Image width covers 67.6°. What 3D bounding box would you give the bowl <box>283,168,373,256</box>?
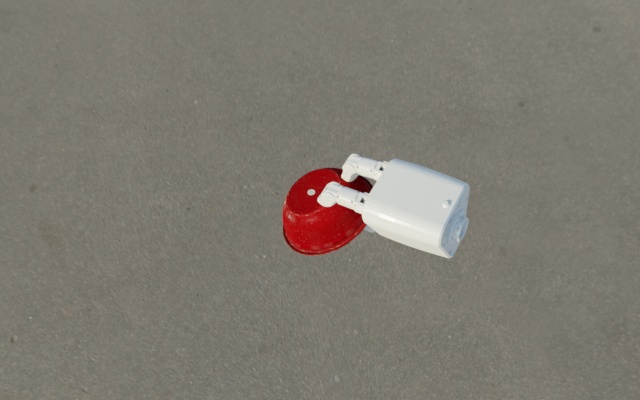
[{"bbox_3d":[-0.001,0.002,0.733,0.162,0.162,0.055,0,-38,35],"label":"bowl"}]
